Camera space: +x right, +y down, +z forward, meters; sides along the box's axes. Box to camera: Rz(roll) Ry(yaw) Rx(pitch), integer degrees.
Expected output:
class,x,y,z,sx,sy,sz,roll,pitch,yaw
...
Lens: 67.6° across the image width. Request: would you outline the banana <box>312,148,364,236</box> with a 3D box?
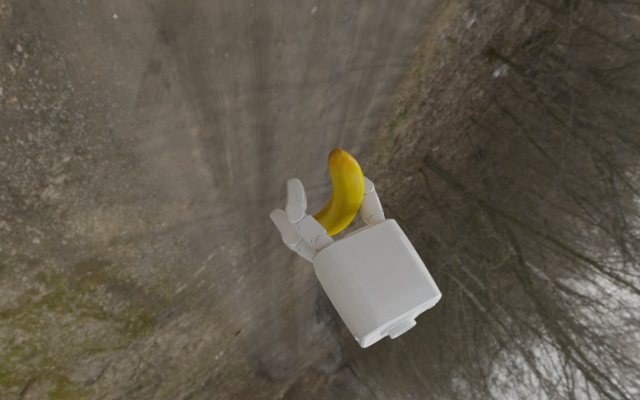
class,x,y,z,sx,sy,sz,roll,pitch,yaw
banana,0.016,0.002,0.579,0.069,0.037,0.198,-4,-29,-22
